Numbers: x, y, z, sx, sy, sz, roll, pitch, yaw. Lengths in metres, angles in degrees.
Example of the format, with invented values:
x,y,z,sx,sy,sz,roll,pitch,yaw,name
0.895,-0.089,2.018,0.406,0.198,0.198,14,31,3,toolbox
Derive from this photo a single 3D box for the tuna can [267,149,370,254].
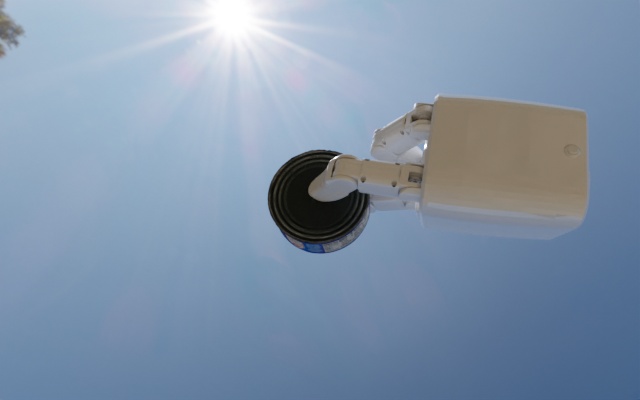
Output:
x,y,z,sx,sy,sz,roll,pitch,yaw,name
0.000,0.002,0.410,0.086,0.086,0.034,0,-24,8,tuna can
